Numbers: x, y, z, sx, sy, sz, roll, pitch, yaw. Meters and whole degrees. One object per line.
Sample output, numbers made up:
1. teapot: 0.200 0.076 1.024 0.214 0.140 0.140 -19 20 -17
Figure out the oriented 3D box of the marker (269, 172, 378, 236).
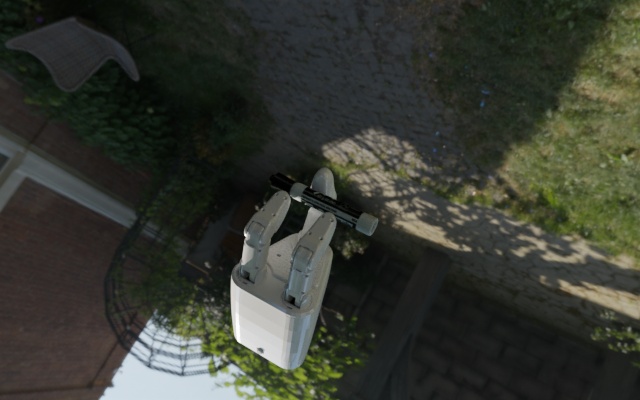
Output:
1. marker: 0.000 0.002 0.479 0.121 0.020 0.020 25 9 19
